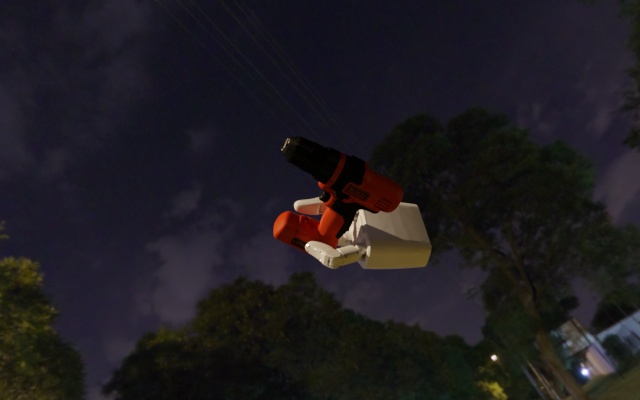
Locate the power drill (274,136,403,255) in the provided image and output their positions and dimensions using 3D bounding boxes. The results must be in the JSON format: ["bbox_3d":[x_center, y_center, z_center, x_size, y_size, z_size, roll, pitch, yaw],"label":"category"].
[{"bbox_3d":[0.000,0.003,0.709,0.184,0.057,0.188,27,-45,-12],"label":"power drill"}]
